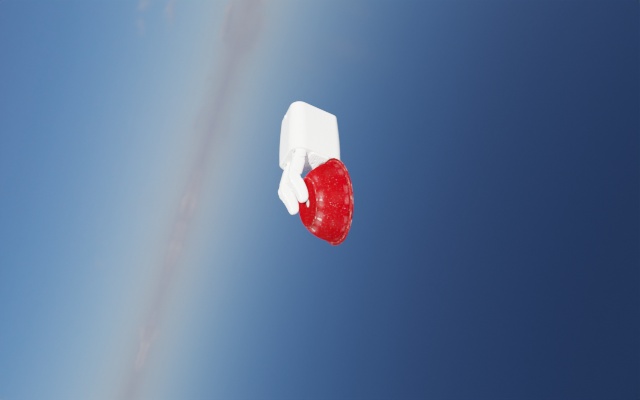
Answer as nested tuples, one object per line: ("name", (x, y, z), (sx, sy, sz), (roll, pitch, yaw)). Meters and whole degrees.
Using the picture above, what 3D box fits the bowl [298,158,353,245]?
("bowl", (0.000, 0.004, 0.868), (0.055, 0.162, 0.162), (-2, 1, -24))
